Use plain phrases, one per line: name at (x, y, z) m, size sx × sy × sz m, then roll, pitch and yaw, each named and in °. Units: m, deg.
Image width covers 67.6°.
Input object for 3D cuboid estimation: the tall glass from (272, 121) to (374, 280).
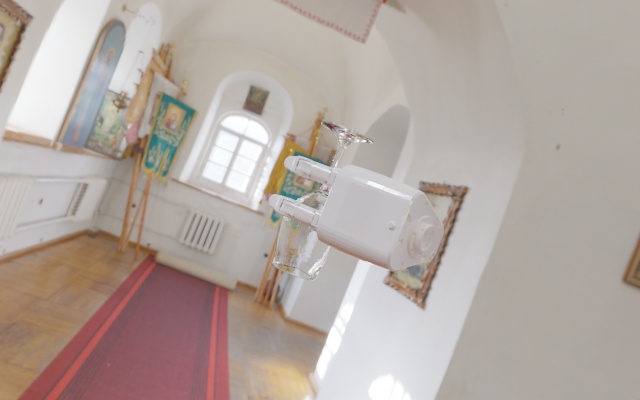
tall glass at (0.000, 0.001, 0.637) m, size 0.079 × 0.201 × 0.079 m, roll 22°, pitch 1°, yaw 0°
